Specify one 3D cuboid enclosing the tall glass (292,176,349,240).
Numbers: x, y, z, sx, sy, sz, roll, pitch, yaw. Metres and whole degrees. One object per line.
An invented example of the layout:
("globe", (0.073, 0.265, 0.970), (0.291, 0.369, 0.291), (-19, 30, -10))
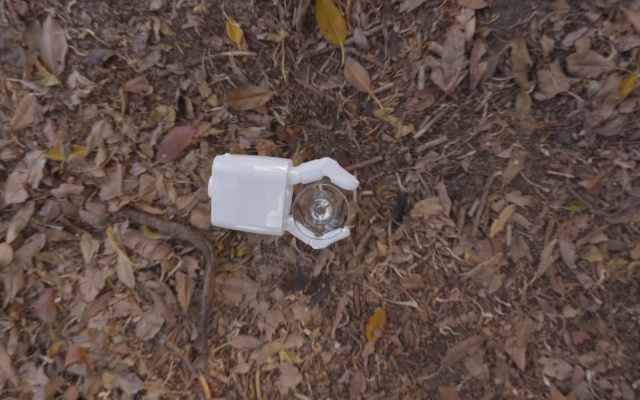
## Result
("tall glass", (0.000, 0.003, 0.716), (0.079, 0.079, 0.201), (0, 7, 0))
